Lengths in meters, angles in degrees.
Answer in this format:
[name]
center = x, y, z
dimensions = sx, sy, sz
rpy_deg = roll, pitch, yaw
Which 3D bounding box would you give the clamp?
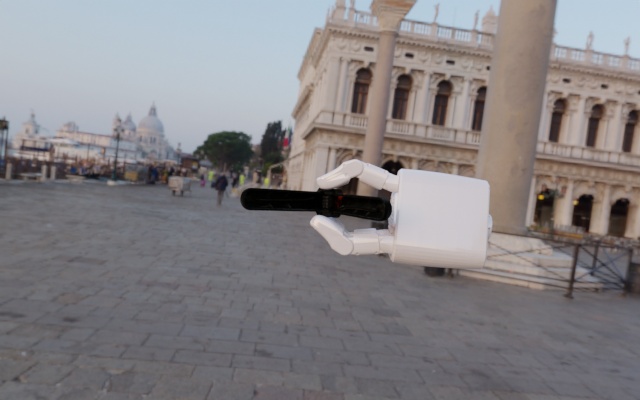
[clamp]
center = 0.000, 0.001, 0.594
dimensions = 0.164, 0.036, 0.210
rpy_deg = 5, 2, 4
